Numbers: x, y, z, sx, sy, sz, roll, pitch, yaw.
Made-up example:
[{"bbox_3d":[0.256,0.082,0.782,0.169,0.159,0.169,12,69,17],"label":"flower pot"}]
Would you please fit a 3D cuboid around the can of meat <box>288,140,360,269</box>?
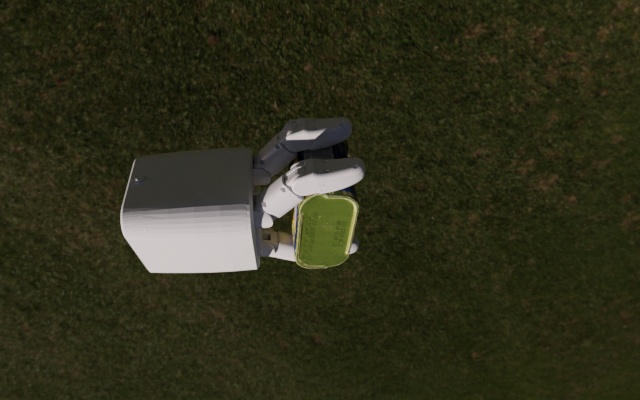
[{"bbox_3d":[0.000,0.002,0.446,0.057,0.102,0.083,-1,44,-8],"label":"can of meat"}]
